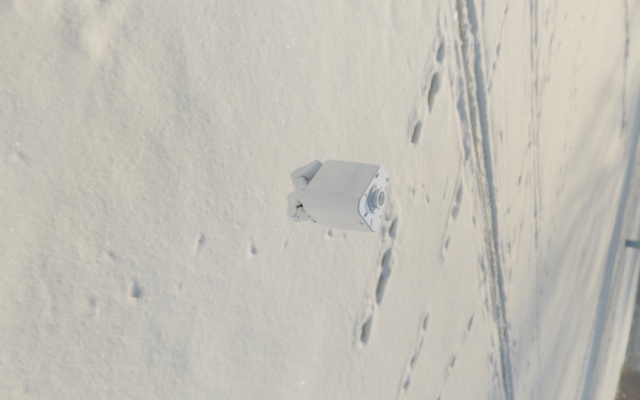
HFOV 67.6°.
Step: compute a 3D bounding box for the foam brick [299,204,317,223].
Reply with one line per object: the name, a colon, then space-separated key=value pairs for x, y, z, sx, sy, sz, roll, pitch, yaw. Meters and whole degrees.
foam brick: x=0.000 y=0.003 z=0.879 sx=0.051 sy=0.053 sz=0.078 roll=4 pitch=-28 yaw=31
